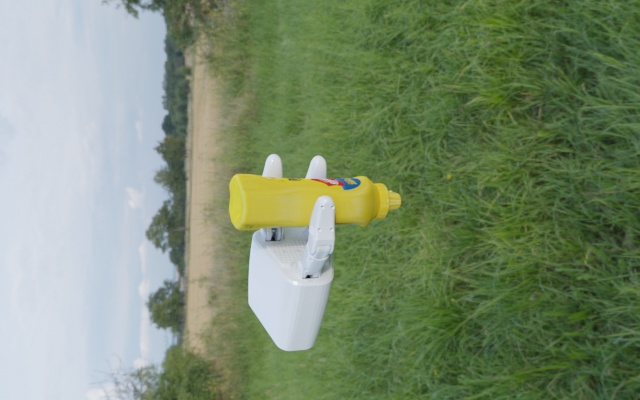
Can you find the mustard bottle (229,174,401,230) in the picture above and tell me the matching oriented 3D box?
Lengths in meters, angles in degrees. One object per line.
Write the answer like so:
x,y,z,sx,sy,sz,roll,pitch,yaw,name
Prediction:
0.000,0.001,0.528,0.191,0.058,0.096,0,6,-18,mustard bottle
